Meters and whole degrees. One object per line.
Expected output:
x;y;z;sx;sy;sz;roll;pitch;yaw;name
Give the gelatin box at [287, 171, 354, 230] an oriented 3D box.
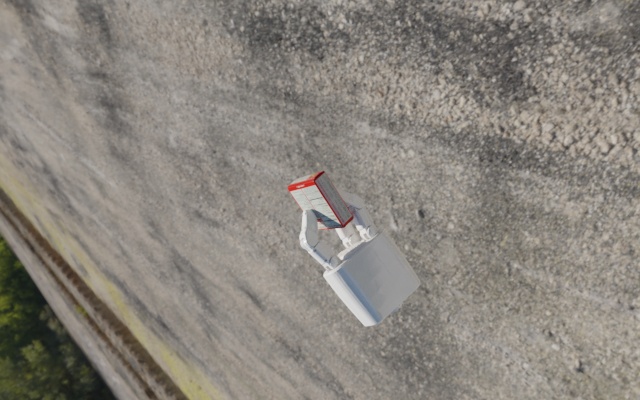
0.000;0.002;0.730;0.030;0.089;0.073;-44;18;-32;gelatin box
